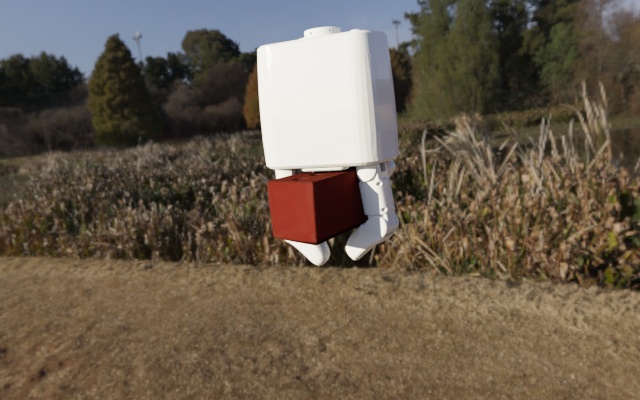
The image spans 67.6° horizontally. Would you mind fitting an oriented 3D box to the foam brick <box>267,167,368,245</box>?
[{"bbox_3d":[0.000,0.002,0.414,0.053,0.051,0.078,5,15,39],"label":"foam brick"}]
